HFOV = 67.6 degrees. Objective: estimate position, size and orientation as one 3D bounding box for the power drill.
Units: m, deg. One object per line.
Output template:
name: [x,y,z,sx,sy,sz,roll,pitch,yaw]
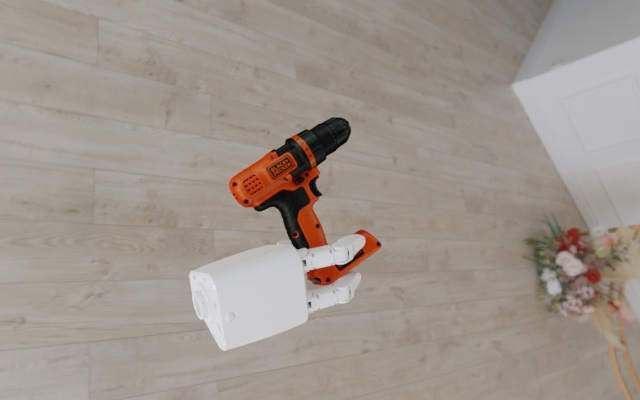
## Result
power drill: [0.000,0.003,0.633,0.184,0.187,0.057,-34,4,-14]
